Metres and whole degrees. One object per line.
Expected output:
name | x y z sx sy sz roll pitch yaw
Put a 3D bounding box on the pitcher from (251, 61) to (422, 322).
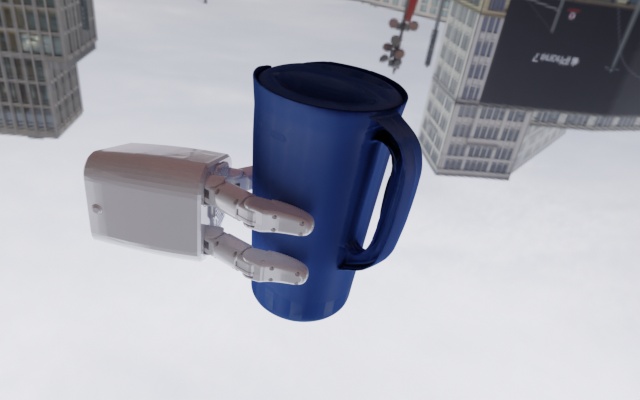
pitcher | 0.000 0.001 0.456 0.145 0.243 0.149 8 30 -1
